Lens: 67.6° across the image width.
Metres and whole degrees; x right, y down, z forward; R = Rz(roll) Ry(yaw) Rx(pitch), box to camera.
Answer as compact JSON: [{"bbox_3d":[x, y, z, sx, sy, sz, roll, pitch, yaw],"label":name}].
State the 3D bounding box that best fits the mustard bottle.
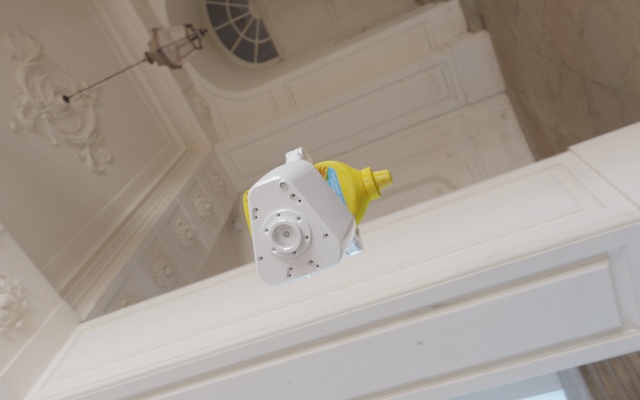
[{"bbox_3d":[0.000,0.002,0.617,0.191,0.096,0.058,-21,-16,12],"label":"mustard bottle"}]
